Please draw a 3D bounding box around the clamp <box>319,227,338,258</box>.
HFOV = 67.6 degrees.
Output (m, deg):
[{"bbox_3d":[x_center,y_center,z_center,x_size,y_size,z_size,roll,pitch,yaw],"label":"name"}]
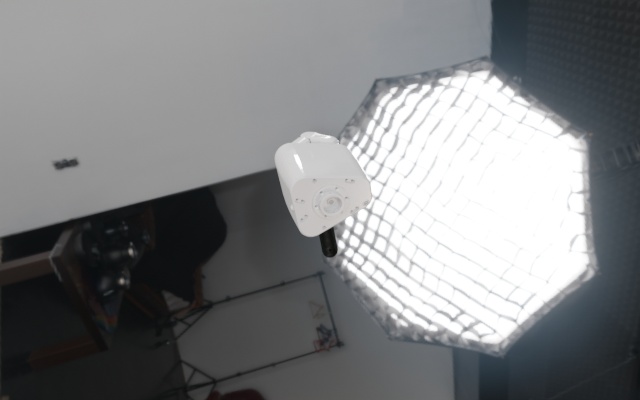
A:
[{"bbox_3d":[0.001,0.002,0.755,0.039,0.172,0.120,-16,31,-7],"label":"clamp"}]
